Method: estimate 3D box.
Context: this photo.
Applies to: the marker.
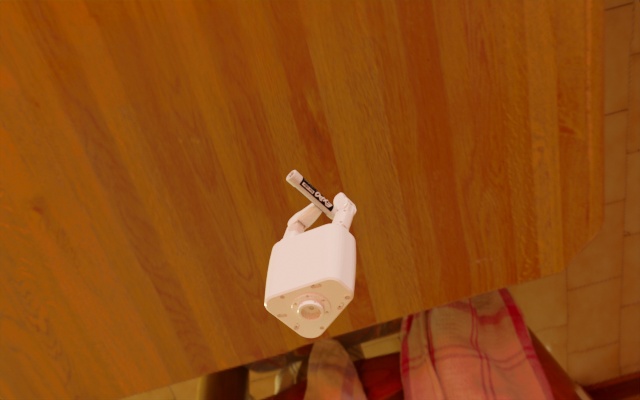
[{"bbox_3d":[0.000,0.002,0.683,0.121,0.020,0.020,42,-19,-22],"label":"marker"}]
